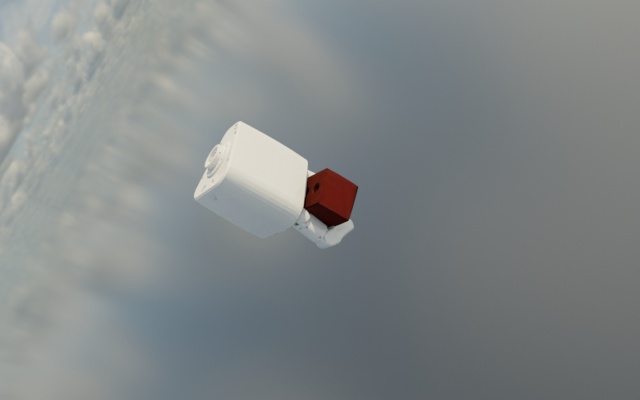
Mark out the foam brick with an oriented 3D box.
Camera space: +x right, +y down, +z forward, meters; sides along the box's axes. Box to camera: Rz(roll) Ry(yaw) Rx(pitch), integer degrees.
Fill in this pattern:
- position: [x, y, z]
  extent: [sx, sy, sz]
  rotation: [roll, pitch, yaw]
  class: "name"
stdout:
- position: [0.000, 0.002, 0.612]
  extent: [0.051, 0.053, 0.078]
  rotation: [31, -32, -26]
  class: "foam brick"
